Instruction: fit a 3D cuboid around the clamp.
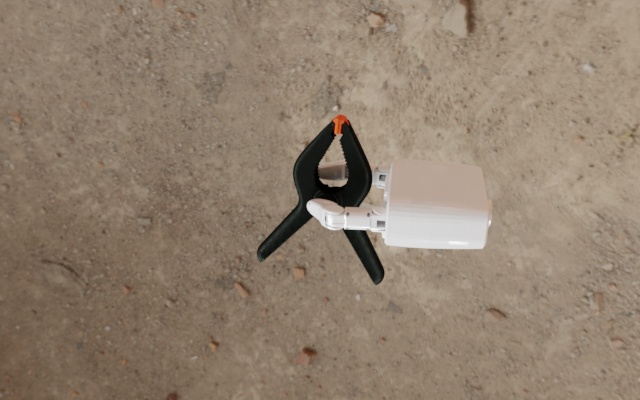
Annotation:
[{"bbox_3d":[0.000,0.002,0.579,0.164,0.210,0.036,3,20,8],"label":"clamp"}]
